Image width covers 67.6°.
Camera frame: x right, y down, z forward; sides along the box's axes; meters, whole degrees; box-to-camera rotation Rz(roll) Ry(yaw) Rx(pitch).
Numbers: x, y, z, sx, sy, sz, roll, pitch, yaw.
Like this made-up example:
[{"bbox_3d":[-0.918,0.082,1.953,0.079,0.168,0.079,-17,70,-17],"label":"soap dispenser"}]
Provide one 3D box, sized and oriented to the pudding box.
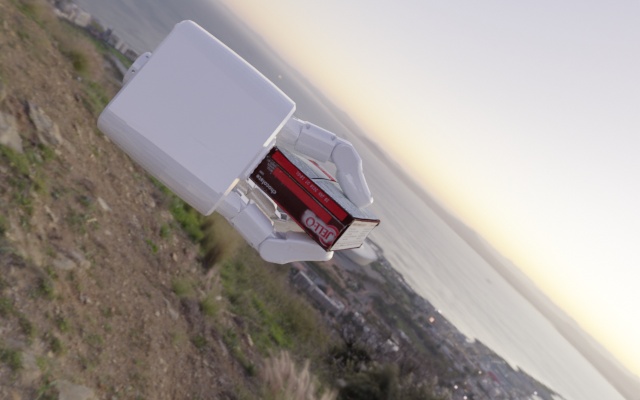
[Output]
[{"bbox_3d":[0.000,0.001,0.414,0.090,0.039,0.113,44,11,16],"label":"pudding box"}]
